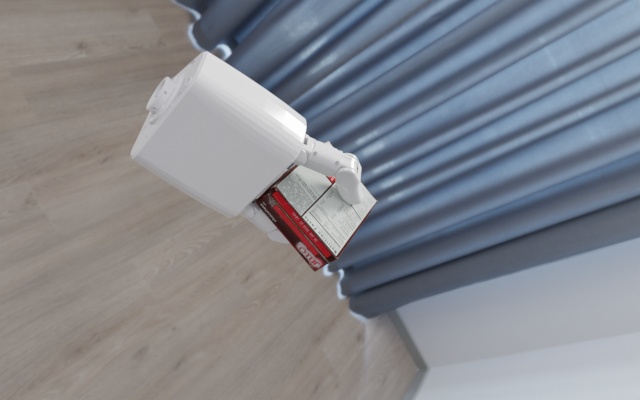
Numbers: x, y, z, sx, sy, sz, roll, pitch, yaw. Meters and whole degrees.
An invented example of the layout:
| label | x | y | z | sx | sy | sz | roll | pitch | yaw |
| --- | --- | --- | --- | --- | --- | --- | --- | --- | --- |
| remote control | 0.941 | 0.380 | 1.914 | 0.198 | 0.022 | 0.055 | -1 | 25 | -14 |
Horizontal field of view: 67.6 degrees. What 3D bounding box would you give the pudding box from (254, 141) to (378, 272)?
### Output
| label | x | y | z | sx | sy | sz | roll | pitch | yaw |
| --- | --- | --- | --- | --- | --- | --- | --- | --- | --- |
| pudding box | 0.000 | 0.001 | 0.475 | 0.039 | 0.090 | 0.113 | -33 | 9 | 41 |
